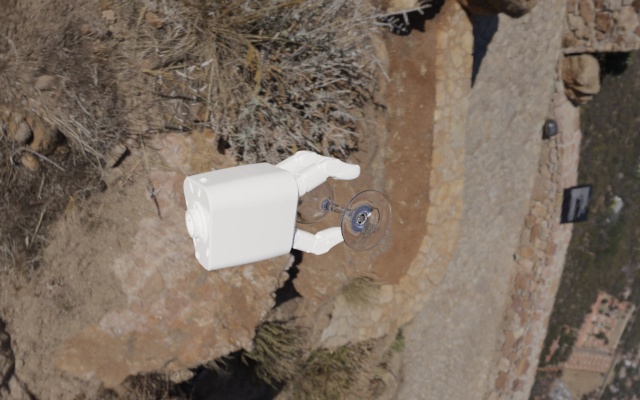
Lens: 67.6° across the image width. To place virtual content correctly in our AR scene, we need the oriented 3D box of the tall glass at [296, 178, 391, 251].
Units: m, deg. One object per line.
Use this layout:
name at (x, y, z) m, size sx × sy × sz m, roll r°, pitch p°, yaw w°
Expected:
tall glass at (0.001, 0.002, 0.637) m, size 0.079 × 0.079 × 0.201 m, roll 0°, pitch 13°, yaw -34°
